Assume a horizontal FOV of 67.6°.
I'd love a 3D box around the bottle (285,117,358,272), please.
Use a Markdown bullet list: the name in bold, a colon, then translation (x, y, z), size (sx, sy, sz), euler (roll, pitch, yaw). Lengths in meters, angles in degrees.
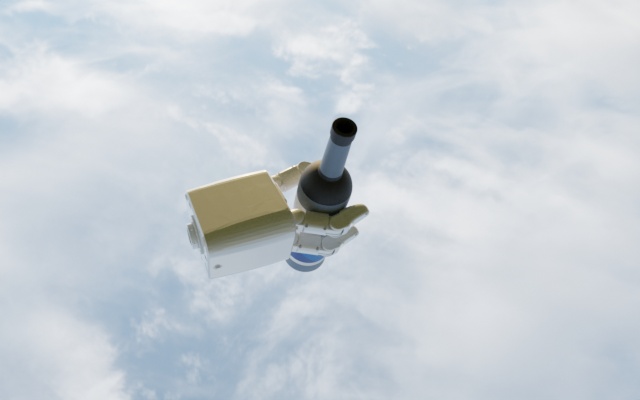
- **bottle**: translation (0.000, 0.002, 0.614), size (0.069, 0.069, 0.296), euler (0, -32, -12)
